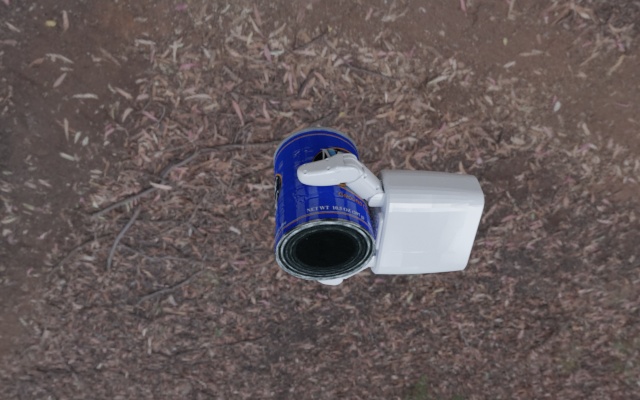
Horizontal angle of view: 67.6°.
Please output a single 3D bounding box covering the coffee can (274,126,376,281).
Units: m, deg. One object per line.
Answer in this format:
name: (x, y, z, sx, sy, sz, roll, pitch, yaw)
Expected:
coffee can: (0.000, 0.002, 0.529, 0.103, 0.140, 0.103, -3, -42, -3)
